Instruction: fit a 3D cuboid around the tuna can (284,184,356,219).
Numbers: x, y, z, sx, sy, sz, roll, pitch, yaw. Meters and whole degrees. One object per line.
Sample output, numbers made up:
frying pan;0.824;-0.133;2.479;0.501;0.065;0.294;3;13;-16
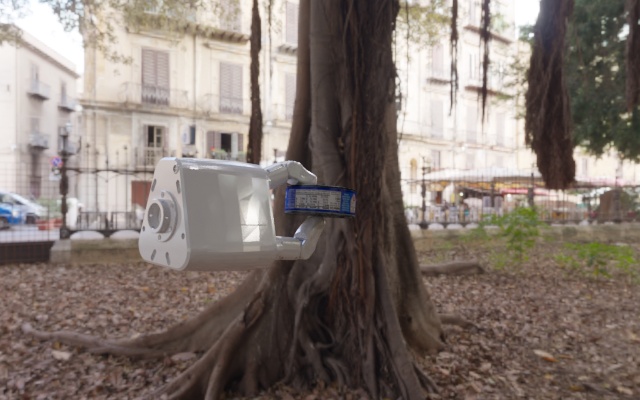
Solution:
tuna can;0.000;0.001;0.572;0.086;0.034;0.086;4;-4;0
